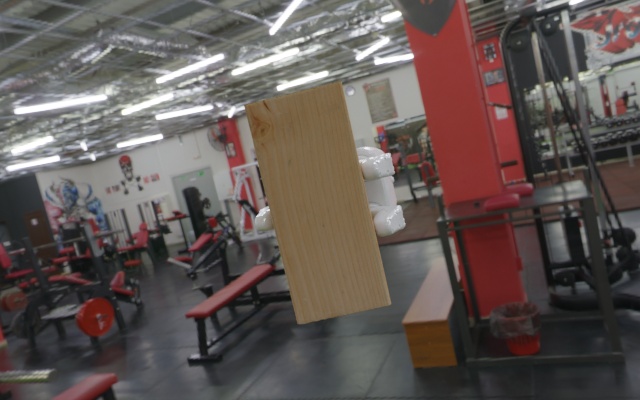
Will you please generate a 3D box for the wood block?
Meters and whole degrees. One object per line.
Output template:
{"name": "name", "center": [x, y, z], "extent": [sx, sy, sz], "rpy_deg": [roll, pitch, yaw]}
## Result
{"name": "wood block", "center": [0.000, 0.001, 0.469], "extent": [0.091, 0.206, 0.090], "rpy_deg": [-13, 5, 4]}
